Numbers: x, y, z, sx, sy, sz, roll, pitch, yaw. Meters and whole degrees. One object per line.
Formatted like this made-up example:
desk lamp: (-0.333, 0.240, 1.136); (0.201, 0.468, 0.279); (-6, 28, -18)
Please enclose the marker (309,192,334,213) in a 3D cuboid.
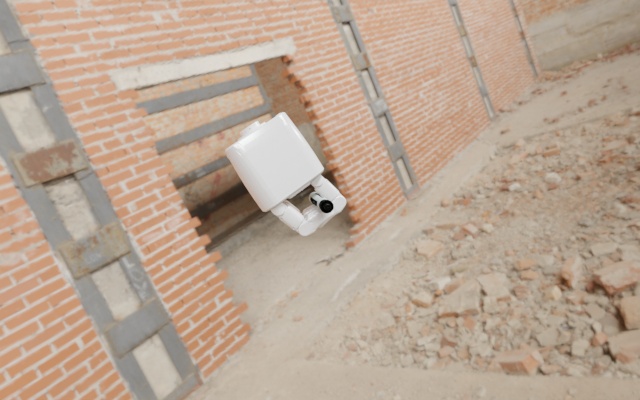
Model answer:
marker: (0.000, 0.002, 0.704); (0.020, 0.020, 0.121); (0, 7, -9)
